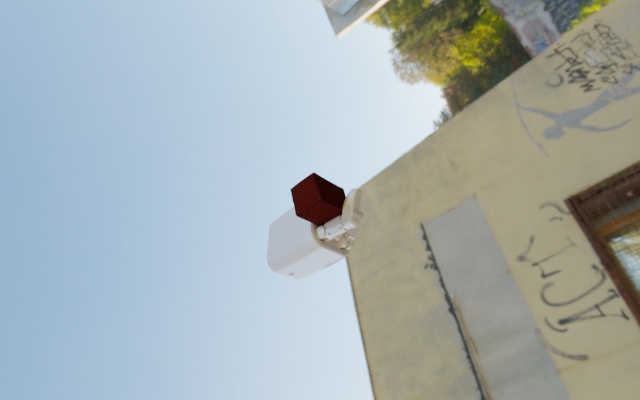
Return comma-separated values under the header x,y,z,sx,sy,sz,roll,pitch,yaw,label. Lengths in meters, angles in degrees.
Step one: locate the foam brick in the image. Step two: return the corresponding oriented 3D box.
x,y,z,sx,sy,sz,roll,pitch,yaw,label
0.000,0.002,0.733,0.051,0.053,0.078,-32,-37,26,foam brick
